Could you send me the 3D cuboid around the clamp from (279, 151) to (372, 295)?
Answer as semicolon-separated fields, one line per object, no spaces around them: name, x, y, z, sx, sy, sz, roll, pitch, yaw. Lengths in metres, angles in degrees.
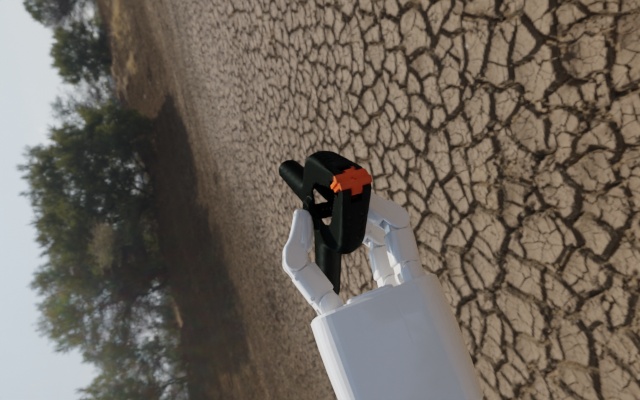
clamp;-0.001;0.002;0.460;0.036;0.164;0.210;-17;-17;-16
